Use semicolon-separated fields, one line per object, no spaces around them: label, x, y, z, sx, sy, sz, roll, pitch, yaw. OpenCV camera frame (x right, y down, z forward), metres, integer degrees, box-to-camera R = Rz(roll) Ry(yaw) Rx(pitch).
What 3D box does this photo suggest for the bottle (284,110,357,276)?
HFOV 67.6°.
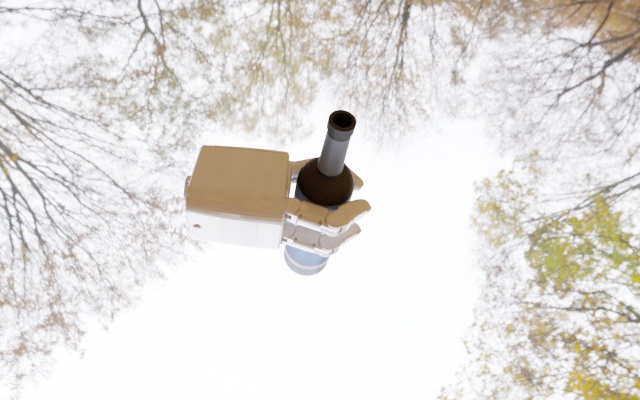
bottle;0.000;0.002;0.576;0.069;0.069;0.296;0;-32;-10
